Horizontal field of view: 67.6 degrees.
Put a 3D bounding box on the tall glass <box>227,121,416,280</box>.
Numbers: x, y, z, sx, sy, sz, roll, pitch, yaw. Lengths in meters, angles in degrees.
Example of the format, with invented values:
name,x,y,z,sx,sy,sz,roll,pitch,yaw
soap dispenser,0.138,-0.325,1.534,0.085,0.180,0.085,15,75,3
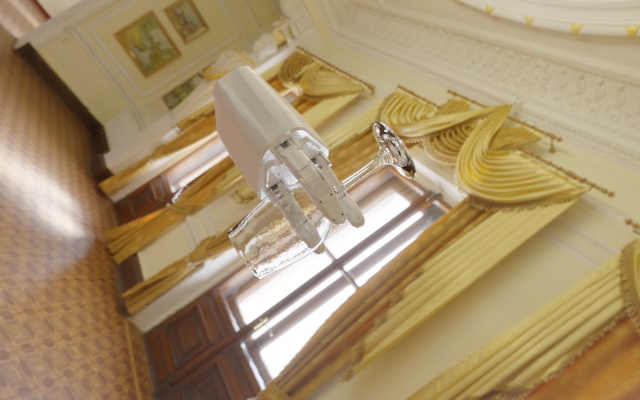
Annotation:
name,x,y,z,sx,sy,sz,roll,pitch,yaw
tall glass,0.001,0.001,0.510,0.201,0.079,0.079,-36,5,-7
